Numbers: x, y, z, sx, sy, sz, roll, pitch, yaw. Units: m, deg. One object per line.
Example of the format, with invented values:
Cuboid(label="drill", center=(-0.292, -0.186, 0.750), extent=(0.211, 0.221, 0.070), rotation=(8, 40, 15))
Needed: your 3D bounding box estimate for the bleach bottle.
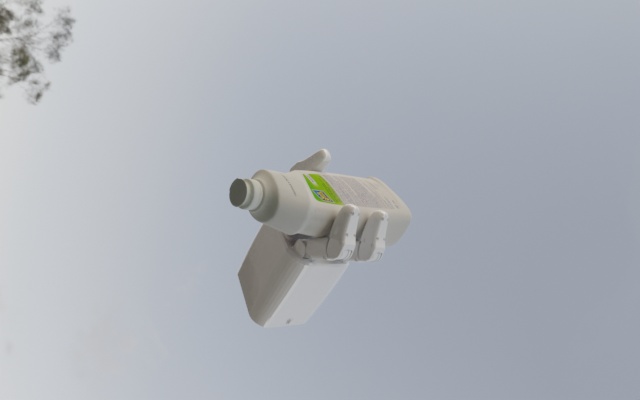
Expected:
Cuboid(label="bleach bottle", center=(0.000, 0.002, 0.557), extent=(0.251, 0.068, 0.102), rotation=(10, 29, -47))
